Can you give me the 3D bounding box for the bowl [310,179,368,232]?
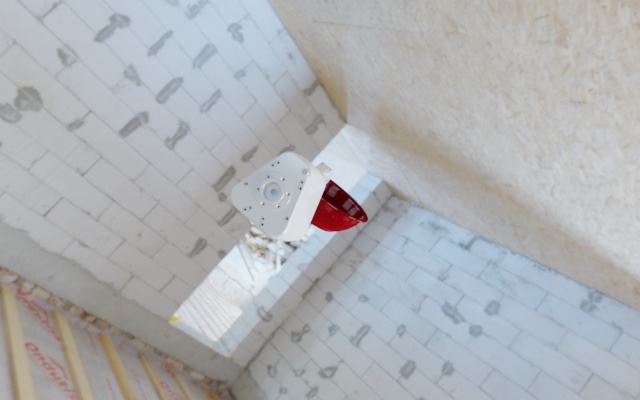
[{"bbox_3d":[0.000,0.003,0.799,0.162,0.055,0.162,35,14,-10],"label":"bowl"}]
